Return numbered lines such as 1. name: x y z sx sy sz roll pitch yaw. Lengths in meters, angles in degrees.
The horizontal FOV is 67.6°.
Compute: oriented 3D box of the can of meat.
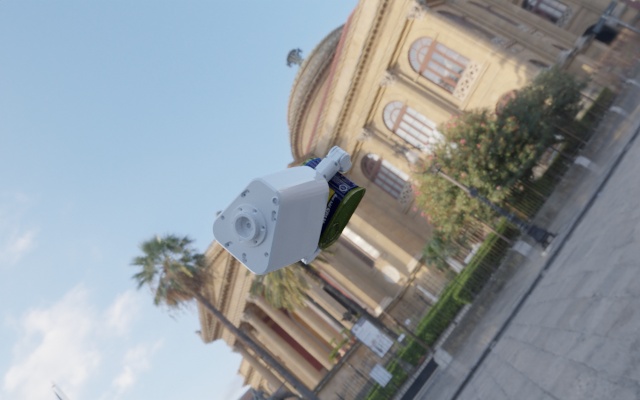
1. can of meat: 0.000 0.002 0.662 0.084 0.102 0.057 37 28 18
